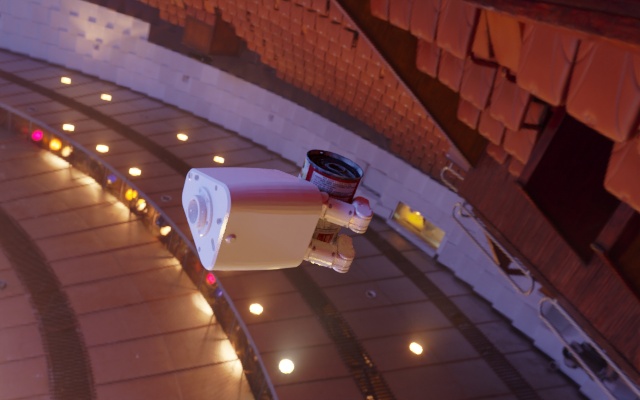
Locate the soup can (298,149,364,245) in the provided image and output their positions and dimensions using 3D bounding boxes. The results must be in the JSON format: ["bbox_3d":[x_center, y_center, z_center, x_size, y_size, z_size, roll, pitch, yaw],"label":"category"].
[{"bbox_3d":[0.000,0.002,0.551,0.068,0.102,0.068,17,24,-8],"label":"soup can"}]
